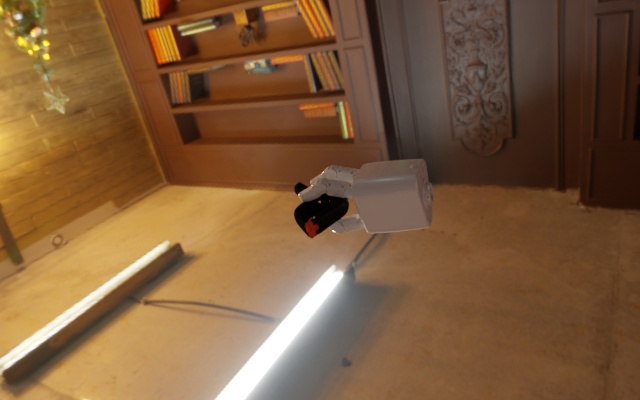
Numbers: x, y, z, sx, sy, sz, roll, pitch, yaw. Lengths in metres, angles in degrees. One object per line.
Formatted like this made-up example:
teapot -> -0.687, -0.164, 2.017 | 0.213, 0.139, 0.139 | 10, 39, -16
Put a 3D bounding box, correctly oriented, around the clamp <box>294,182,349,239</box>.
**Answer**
clamp -> 0.000, 0.004, 0.829 | 0.164, 0.036, 0.210 | -9, 23, 26
